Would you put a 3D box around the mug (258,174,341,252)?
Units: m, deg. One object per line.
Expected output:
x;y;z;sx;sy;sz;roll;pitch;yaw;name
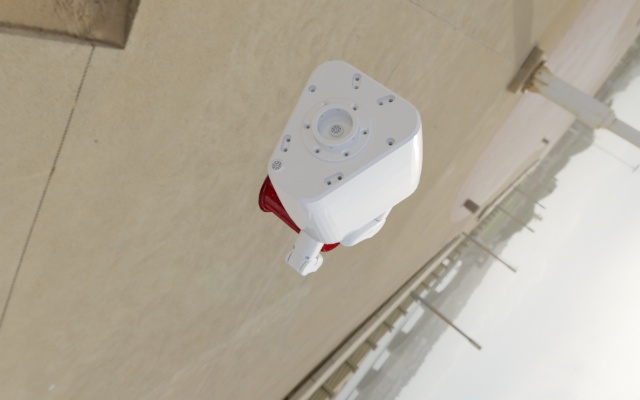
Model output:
0.000;0.002;0.496;0.081;0.093;0.117;38;-9;19;mug
